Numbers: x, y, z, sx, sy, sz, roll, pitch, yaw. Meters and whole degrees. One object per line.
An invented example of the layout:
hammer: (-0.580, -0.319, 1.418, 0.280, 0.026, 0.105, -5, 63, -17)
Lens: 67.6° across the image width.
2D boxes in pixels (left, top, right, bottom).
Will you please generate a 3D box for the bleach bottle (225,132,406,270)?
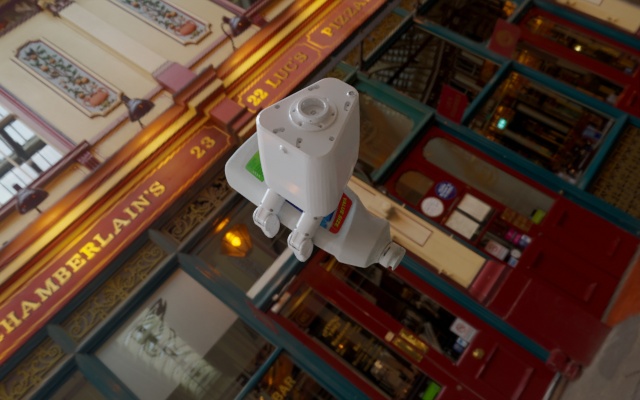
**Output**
bleach bottle: (0.000, 0.002, 0.614, 0.250, 0.102, 0.068, 33, -25, 20)
